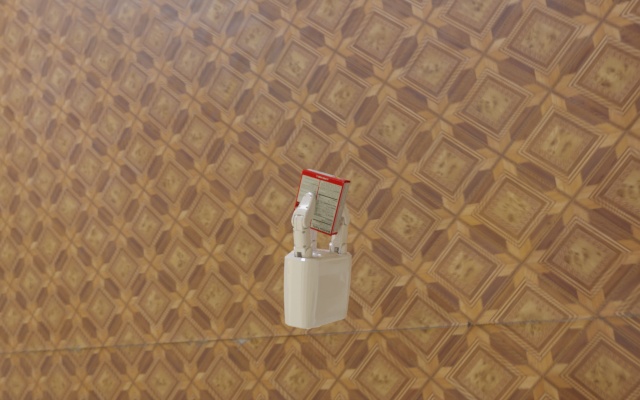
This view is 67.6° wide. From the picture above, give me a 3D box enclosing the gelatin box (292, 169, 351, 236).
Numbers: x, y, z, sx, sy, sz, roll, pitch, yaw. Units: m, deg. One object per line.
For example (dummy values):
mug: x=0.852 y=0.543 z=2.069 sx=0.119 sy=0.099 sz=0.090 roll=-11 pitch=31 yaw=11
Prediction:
gelatin box: x=0.000 y=0.002 z=0.743 sx=0.073 sy=0.089 sz=0.030 roll=18 pitch=13 yaw=24
